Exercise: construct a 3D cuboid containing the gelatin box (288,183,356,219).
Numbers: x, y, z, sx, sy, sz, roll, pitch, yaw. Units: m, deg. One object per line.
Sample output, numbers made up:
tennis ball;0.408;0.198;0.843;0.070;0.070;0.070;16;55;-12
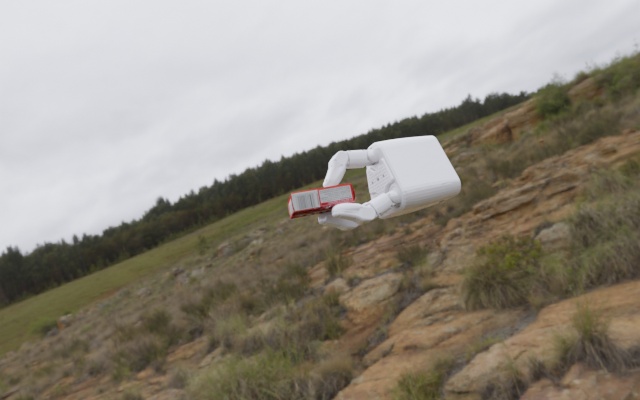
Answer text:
gelatin box;0.000;0.002;0.684;0.089;0.030;0.073;-10;-8;-9
